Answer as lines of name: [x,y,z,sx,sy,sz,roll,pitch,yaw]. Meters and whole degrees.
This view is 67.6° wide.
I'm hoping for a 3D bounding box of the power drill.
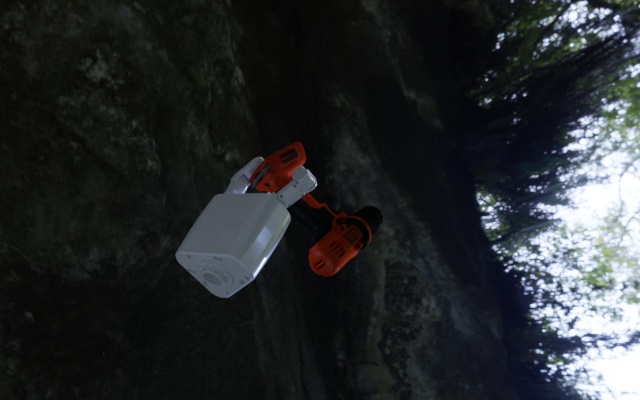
power drill: [0.000,0.002,0.705,0.057,0.187,0.184,-46,-6,35]
